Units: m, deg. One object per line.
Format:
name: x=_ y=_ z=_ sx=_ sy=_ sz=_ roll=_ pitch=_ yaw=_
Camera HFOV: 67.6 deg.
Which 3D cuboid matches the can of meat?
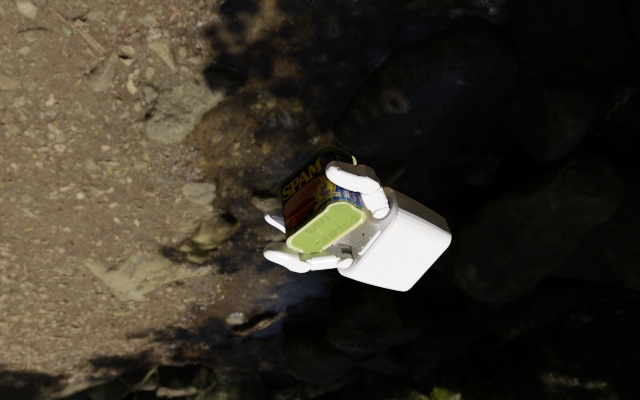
can of meat: x=0.000 y=0.002 z=0.547 sx=0.057 sy=0.084 sz=0.102 roll=26 pitch=-51 yaw=-36
